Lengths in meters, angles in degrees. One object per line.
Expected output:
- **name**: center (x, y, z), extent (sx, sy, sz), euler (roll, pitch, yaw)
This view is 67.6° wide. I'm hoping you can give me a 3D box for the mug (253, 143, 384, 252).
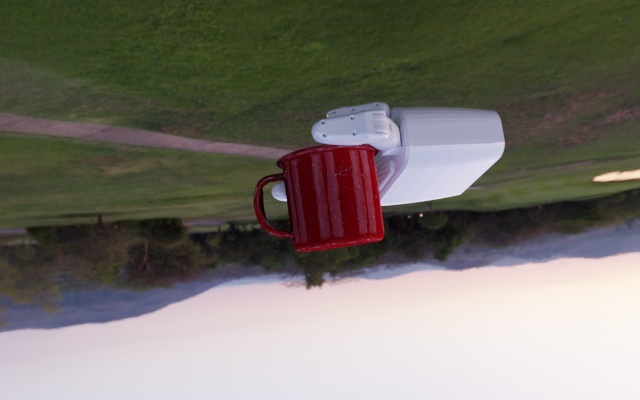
- **mug**: center (-0.001, 0.002, 0.420), extent (0.117, 0.081, 0.093), euler (-5, -8, -17)
